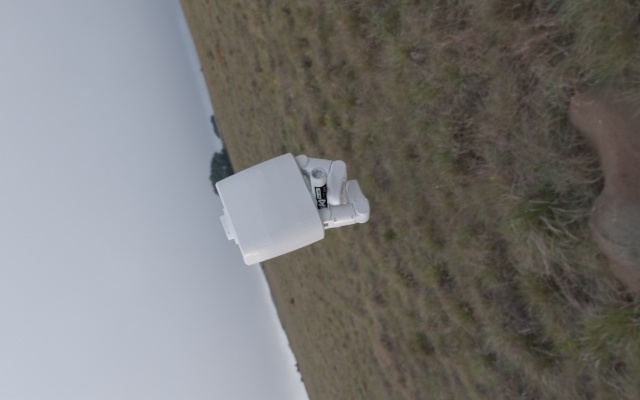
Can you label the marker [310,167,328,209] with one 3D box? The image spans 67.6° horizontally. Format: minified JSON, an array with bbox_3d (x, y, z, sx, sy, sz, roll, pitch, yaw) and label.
[{"bbox_3d":[0.000,0.002,0.608,0.020,0.020,0.121,0,-34,4],"label":"marker"}]
